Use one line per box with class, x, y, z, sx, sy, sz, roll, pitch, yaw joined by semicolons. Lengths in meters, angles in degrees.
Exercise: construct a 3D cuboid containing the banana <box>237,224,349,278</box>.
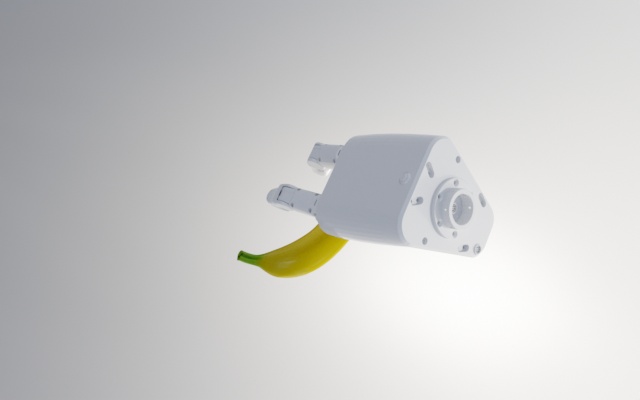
banana;0.009;0.018;0.503;0.197;0.070;0.037;-43;16;-20
